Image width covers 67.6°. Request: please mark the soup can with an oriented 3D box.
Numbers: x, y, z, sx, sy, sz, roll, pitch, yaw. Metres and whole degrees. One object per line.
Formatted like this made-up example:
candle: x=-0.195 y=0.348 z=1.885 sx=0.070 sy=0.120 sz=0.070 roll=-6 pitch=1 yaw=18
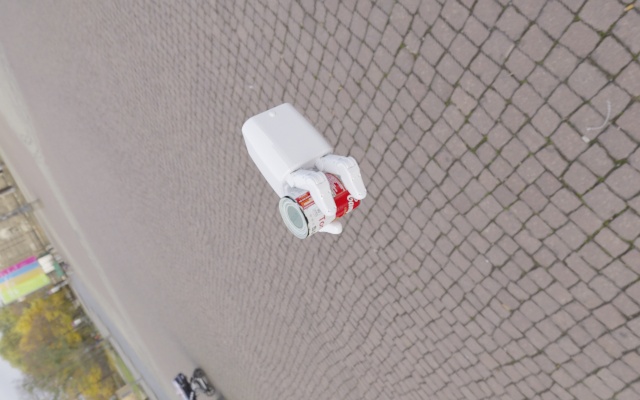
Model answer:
soup can: x=0.000 y=0.003 z=0.686 sx=0.102 sy=0.068 sz=0.068 roll=-30 pitch=15 yaw=-29
